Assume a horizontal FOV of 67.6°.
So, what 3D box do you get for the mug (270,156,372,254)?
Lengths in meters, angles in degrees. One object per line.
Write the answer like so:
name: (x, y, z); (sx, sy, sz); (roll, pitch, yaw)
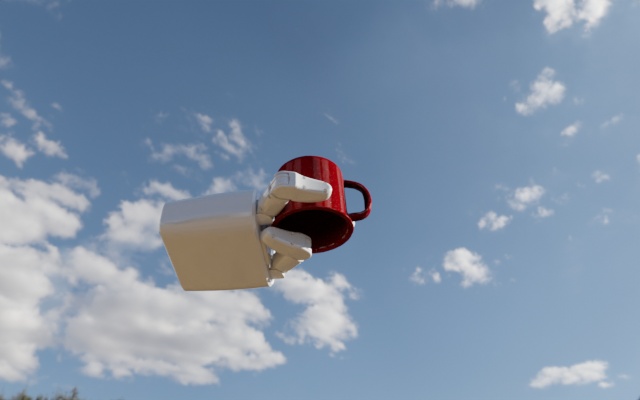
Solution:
mug: (0.002, 0.001, 0.550); (0.117, 0.081, 0.093); (-6, -37, 2)
